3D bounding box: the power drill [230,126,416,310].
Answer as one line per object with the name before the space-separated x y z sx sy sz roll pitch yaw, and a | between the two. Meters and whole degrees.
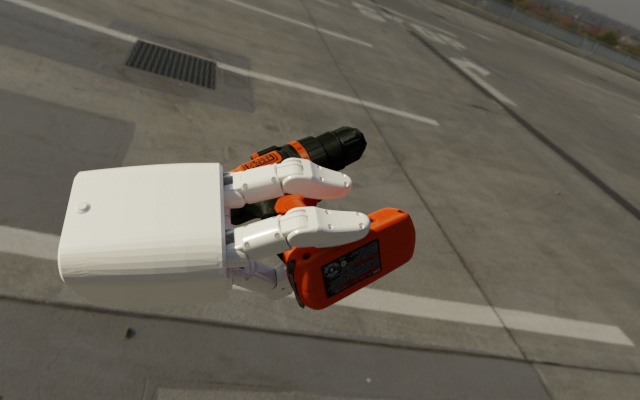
power drill | 0.000 0.002 0.436 0.184 0.057 0.187 -27 37 -17
